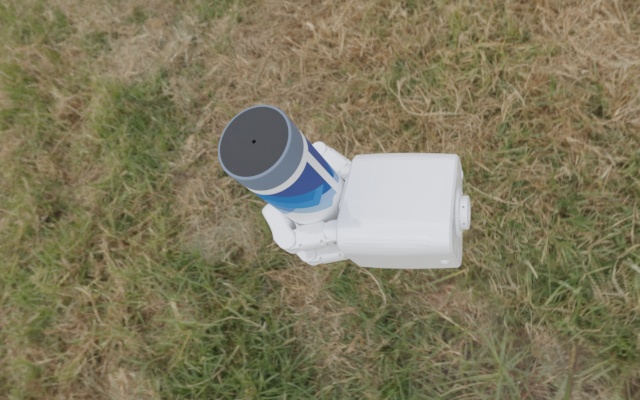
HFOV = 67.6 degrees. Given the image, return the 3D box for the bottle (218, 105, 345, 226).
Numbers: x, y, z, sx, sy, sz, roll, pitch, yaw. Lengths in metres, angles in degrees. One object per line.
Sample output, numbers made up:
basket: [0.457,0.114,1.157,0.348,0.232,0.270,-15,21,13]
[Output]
bottle: [0.000,0.002,0.507,0.069,0.069,0.296,0,-19,23]
